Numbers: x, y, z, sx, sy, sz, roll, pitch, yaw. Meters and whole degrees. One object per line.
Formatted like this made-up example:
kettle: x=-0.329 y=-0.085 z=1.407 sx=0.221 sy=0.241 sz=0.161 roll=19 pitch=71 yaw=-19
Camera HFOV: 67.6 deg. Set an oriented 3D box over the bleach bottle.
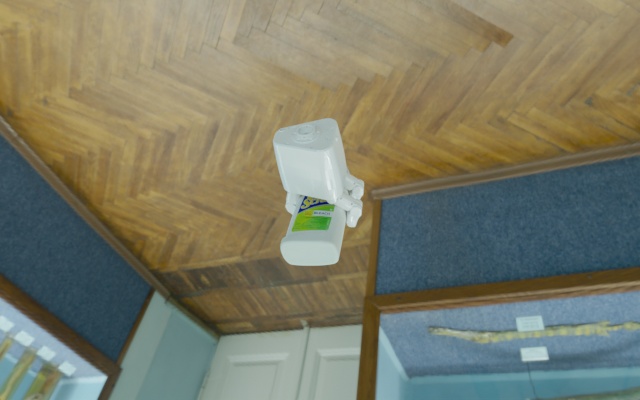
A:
bleach bottle: x=0.000 y=0.003 z=0.886 sx=0.102 sy=0.068 sz=0.250 roll=-2 pitch=44 yaw=13
